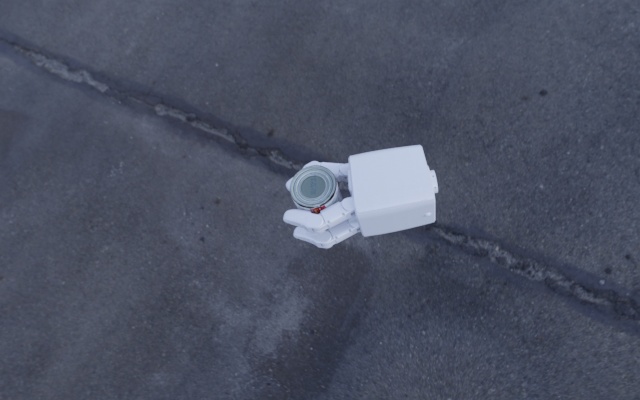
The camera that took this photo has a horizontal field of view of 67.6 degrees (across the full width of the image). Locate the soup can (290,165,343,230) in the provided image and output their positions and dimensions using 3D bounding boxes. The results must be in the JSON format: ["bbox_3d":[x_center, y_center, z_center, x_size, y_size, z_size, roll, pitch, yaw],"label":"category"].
[{"bbox_3d":[0.000,0.002,0.693,0.068,0.068,0.102,0,-26,13],"label":"soup can"}]
